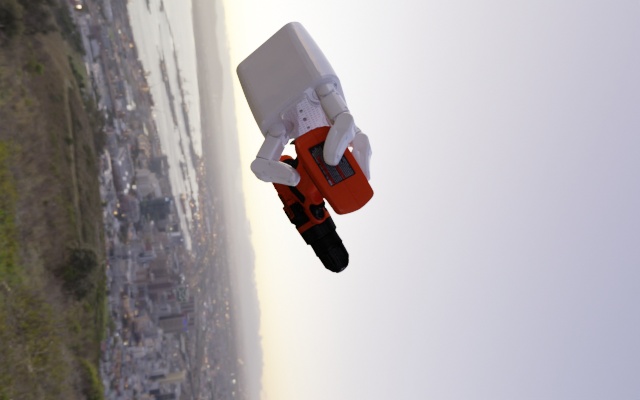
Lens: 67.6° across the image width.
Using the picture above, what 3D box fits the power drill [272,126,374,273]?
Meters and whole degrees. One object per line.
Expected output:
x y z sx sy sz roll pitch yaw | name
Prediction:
0.000 0.002 0.606 0.057 0.184 0.188 -31 -5 -22 | power drill
